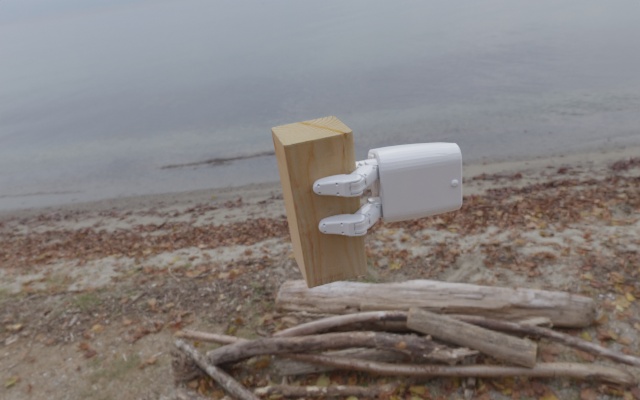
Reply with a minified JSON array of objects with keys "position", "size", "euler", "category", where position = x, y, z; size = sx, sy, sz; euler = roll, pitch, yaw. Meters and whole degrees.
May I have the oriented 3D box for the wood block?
[{"position":[0.000,0.002,0.650],"size":[0.090,0.206,0.090],"euler":[-13,25,-10],"category":"wood block"}]
